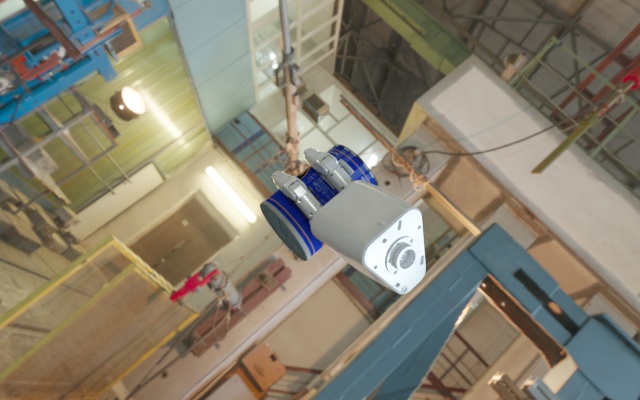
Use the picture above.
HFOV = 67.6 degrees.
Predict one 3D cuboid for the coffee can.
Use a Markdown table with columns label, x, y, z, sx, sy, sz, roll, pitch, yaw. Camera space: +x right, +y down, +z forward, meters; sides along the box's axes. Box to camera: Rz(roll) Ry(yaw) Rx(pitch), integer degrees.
| label | x | y | z | sx | sy | sz | roll | pitch | yaw |
| --- | --- | --- | --- | --- | --- | --- | --- | --- | --- |
| coffee can | 0.000 | 0.002 | 0.677 | 0.140 | 0.103 | 0.103 | -39 | 12 | -16 |
